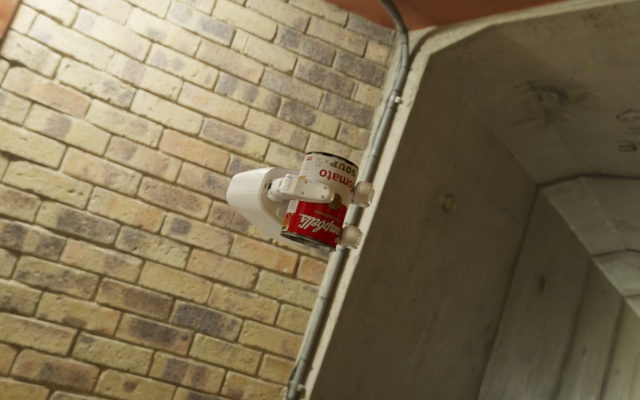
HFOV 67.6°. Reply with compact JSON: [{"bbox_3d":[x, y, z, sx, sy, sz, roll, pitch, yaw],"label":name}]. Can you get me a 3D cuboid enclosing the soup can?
[{"bbox_3d":[0.000,0.002,0.558,0.068,0.102,0.068,17,-11,3],"label":"soup can"}]
